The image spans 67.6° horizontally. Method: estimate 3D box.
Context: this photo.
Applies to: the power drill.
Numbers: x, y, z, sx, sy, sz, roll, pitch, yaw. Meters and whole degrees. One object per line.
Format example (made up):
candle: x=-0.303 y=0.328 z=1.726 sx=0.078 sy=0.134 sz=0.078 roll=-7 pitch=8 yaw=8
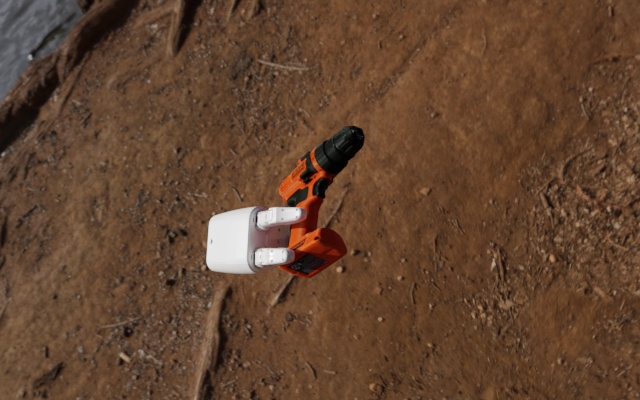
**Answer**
power drill: x=0.000 y=0.003 z=0.682 sx=0.057 sy=0.187 sz=0.184 roll=24 pitch=-43 yaw=-25
